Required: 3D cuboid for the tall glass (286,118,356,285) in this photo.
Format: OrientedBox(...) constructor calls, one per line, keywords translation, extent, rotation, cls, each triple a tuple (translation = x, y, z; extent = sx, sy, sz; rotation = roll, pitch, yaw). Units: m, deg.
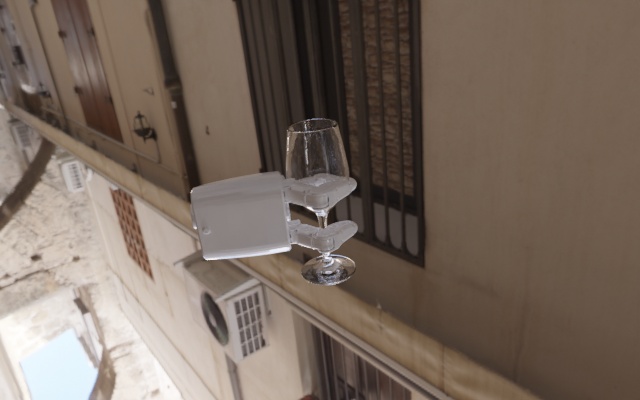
OrientedBox(translation=(0.000, 0.003, 0.603), extent=(0.079, 0.201, 0.079), rotation=(-5, 23, 2), cls="tall glass")
